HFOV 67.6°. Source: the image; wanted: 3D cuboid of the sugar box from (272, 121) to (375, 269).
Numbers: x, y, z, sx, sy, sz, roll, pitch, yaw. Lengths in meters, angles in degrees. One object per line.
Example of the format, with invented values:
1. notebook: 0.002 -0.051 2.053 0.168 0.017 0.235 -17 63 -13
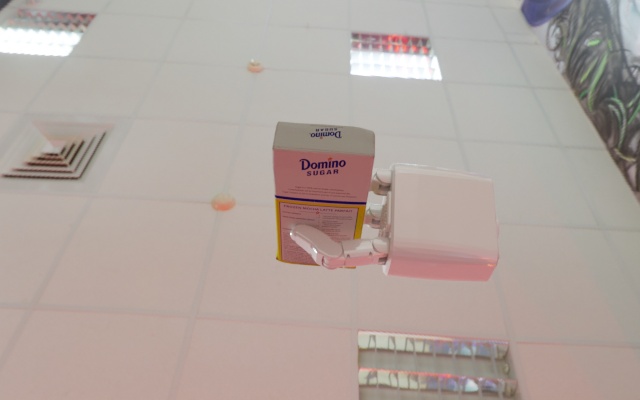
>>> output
1. sugar box: 0.000 0.001 0.492 0.093 0.048 0.176 5 -44 0
